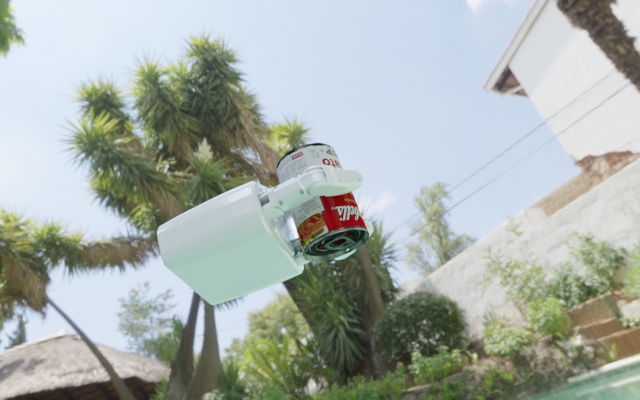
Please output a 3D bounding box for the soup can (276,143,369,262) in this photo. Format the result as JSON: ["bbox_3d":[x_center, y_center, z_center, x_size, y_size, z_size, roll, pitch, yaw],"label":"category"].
[{"bbox_3d":[0.000,0.001,0.484,0.068,0.102,0.068,-16,-26,-8],"label":"soup can"}]
